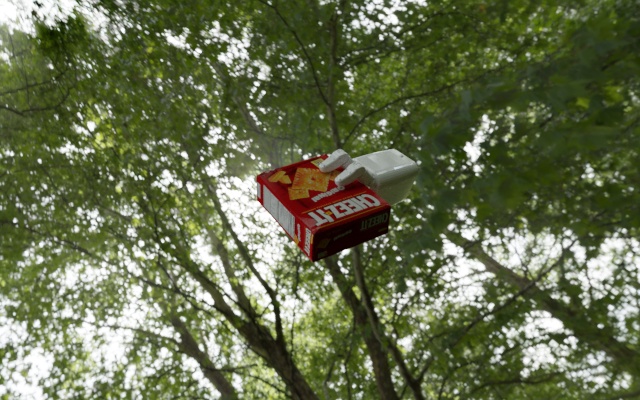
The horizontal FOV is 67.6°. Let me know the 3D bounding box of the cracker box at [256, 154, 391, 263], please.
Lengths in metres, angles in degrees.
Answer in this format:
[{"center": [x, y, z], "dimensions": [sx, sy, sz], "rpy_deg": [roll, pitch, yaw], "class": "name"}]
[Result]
[{"center": [0.000, 0.003, 0.884], "dimensions": [0.164, 0.072, 0.213], "rpy_deg": [-19, 39, -27], "class": "cracker box"}]
